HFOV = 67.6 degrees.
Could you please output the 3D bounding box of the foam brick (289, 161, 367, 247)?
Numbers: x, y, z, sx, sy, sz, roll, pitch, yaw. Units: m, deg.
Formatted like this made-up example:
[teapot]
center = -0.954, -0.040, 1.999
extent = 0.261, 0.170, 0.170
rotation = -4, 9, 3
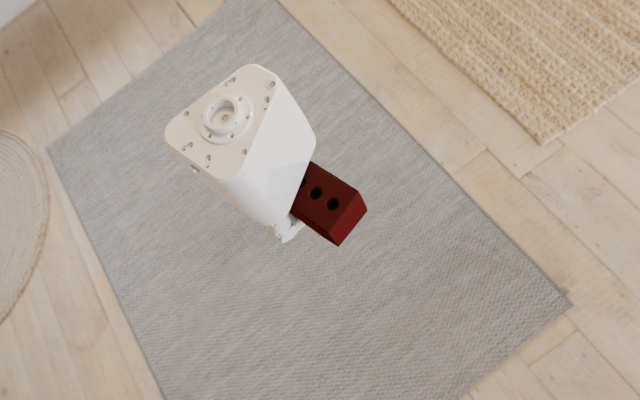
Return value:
[foam brick]
center = 0.000, 0.002, 0.497
extent = 0.078, 0.053, 0.051
rotation = 33, -11, 23
